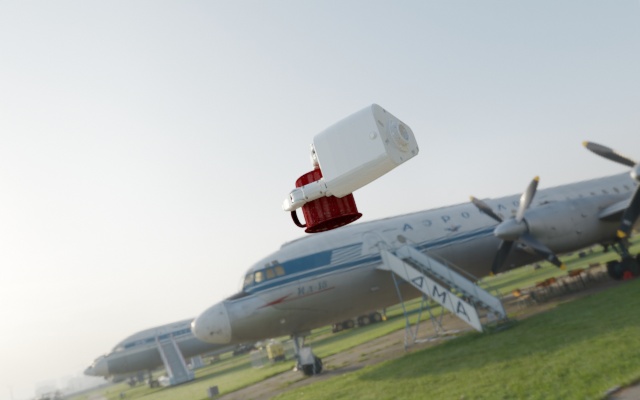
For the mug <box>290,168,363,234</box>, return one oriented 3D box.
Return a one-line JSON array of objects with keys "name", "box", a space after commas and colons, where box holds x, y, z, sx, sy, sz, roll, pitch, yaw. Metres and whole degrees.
[{"name": "mug", "box": [-0.001, 0.003, 0.740, 0.117, 0.081, 0.093, -26, -16, 34]}]
